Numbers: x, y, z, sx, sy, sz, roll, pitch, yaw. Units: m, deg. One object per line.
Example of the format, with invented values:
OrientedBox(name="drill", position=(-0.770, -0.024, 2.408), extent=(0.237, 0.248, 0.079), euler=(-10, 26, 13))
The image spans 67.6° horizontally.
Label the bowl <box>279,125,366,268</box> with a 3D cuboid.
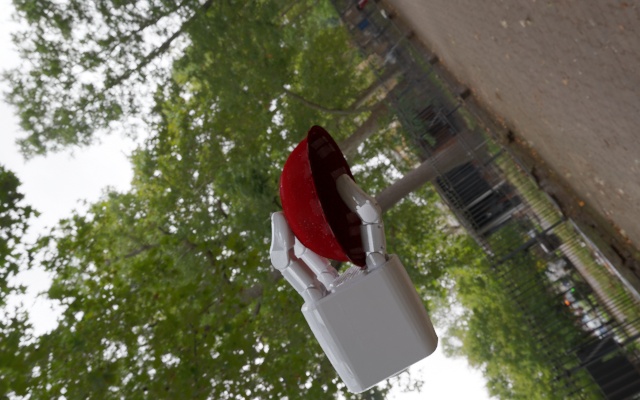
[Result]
OrientedBox(name="bowl", position=(-0.001, 0.001, 0.527), extent=(0.055, 0.162, 0.162), euler=(-19, -6, 18))
